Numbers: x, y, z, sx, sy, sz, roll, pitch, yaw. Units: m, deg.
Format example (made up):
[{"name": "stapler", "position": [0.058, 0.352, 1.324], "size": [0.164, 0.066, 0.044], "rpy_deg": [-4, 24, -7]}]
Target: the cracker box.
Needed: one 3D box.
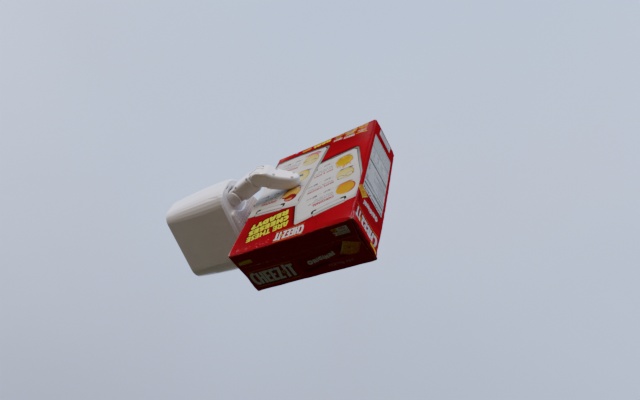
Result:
[{"name": "cracker box", "position": [0.000, 0.002, 0.601], "size": [0.164, 0.072, 0.213], "rpy_deg": [-19, 30, 27]}]
